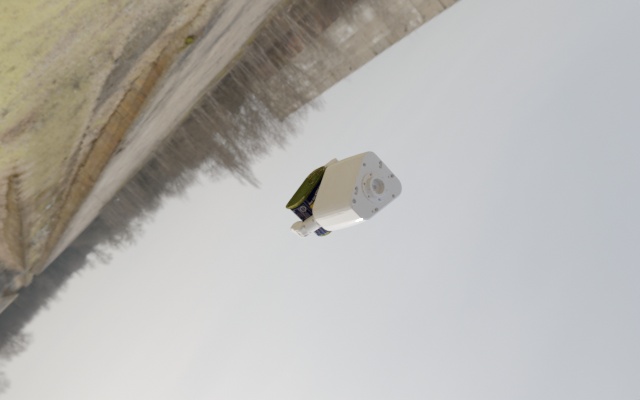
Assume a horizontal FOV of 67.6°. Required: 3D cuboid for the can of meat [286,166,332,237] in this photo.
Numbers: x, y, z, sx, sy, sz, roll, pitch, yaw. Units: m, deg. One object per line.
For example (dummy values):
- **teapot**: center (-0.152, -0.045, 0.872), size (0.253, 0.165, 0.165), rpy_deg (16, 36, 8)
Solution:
- **can of meat**: center (0.000, 0.003, 0.867), size (0.084, 0.102, 0.057), rpy_deg (45, -33, -16)
